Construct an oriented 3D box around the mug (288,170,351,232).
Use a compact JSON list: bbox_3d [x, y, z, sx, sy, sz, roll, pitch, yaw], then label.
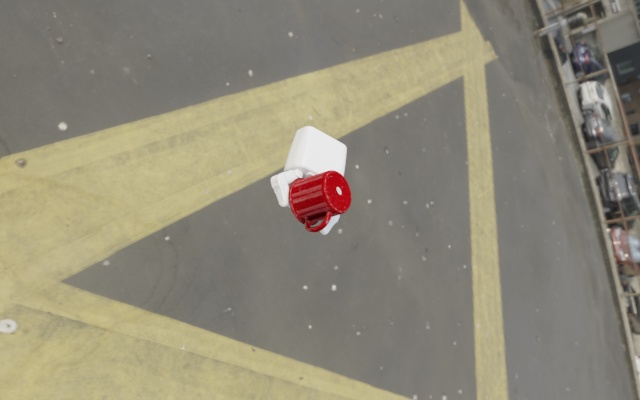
[{"bbox_3d":[0.000,0.004,0.865,0.081,0.117,0.093,-17,-41,37],"label":"mug"}]
